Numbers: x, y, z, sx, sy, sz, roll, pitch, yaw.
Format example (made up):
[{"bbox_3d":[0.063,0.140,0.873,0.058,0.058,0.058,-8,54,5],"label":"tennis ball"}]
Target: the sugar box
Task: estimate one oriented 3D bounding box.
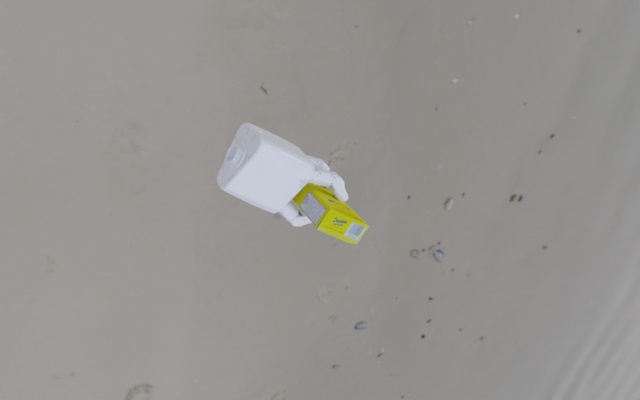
[{"bbox_3d":[0.000,0.002,0.822,0.093,0.048,0.176,25,16,-38],"label":"sugar box"}]
